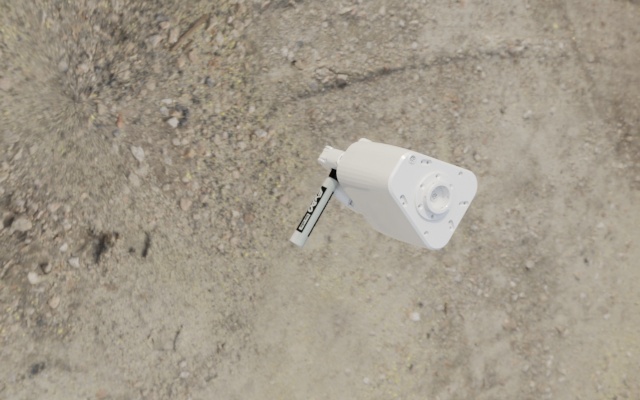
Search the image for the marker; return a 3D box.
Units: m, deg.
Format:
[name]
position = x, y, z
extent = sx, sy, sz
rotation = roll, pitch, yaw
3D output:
[marker]
position = 0.000, 0.002, 0.594
extent = 0.020, 0.121, 0.020
rotation = 30, -4, 2
